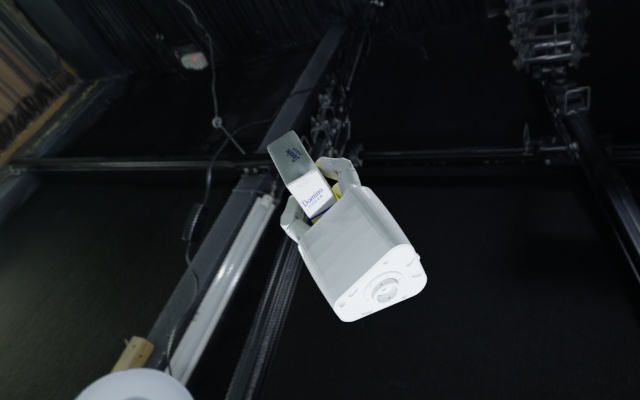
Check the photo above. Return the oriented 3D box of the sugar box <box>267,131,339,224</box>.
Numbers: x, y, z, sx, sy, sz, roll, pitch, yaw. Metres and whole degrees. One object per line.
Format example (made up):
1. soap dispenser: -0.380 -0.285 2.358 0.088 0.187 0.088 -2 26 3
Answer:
1. sugar box: 0.001 0.002 0.616 0.048 0.176 0.093 -30 43 0
